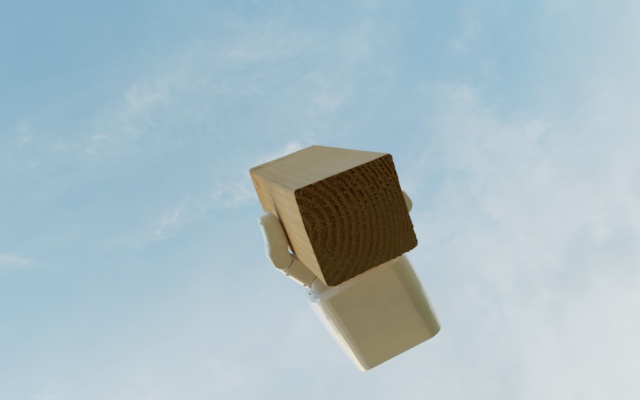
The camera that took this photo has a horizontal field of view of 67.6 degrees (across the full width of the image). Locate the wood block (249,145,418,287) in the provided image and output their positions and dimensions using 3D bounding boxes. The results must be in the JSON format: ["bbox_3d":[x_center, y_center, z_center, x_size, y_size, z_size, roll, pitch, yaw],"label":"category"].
[{"bbox_3d":[0.000,0.002,0.486,0.091,0.090,0.206,-23,14,-14],"label":"wood block"}]
